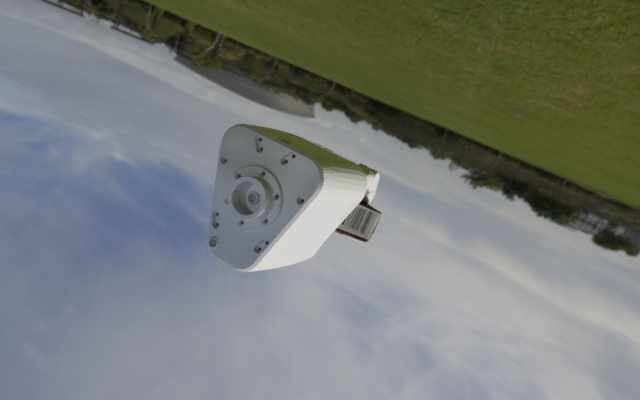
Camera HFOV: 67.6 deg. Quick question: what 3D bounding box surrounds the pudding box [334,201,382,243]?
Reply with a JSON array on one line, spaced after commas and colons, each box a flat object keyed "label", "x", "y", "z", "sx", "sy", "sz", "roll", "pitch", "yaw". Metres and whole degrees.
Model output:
[{"label": "pudding box", "x": 0.000, "y": 0.002, "z": 0.515, "sx": 0.113, "sy": 0.039, "sz": 0.090, "roll": 24, "pitch": 5, "yaw": -9}]
